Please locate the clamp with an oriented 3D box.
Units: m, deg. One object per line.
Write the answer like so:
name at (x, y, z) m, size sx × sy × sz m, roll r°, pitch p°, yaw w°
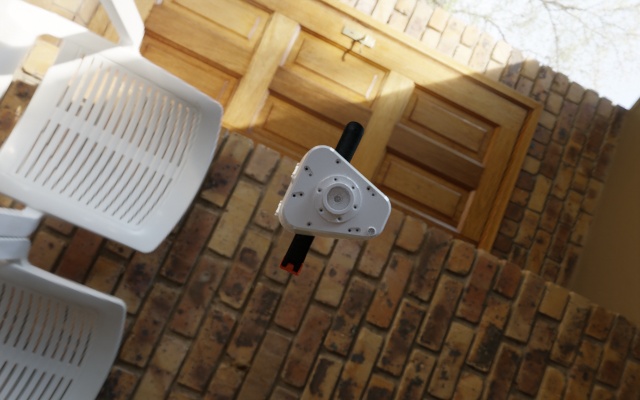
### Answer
clamp at (0.001, 0.003, 0.667) m, size 0.036 × 0.210 × 0.164 m, roll 25°, pitch -5°, yaw 0°
